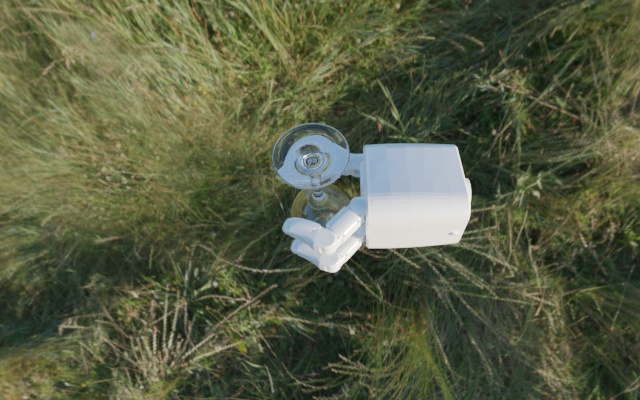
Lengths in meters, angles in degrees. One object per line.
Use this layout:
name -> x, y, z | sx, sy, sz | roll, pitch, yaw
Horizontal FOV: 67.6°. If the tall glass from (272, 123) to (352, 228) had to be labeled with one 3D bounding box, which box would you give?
tall glass -> 0.000, 0.001, 0.540 | 0.079, 0.079, 0.201 | 0, -27, 6
